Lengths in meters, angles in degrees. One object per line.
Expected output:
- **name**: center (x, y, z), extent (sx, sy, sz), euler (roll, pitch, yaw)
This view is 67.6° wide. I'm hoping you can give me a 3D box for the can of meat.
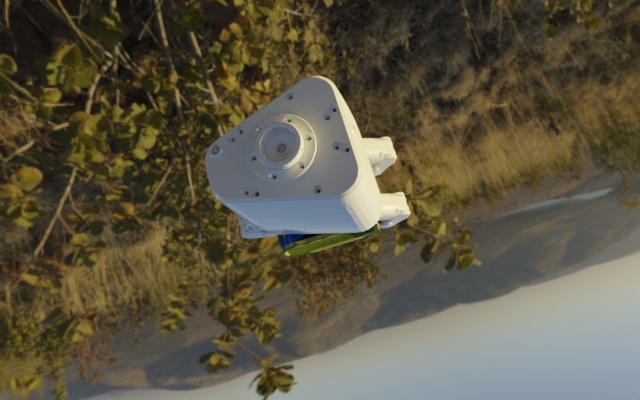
- **can of meat**: center (0.000, 0.002, 0.469), extent (0.102, 0.084, 0.057), euler (-18, -17, 6)
